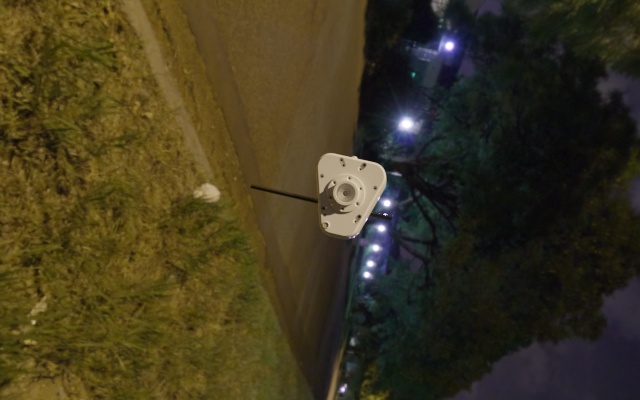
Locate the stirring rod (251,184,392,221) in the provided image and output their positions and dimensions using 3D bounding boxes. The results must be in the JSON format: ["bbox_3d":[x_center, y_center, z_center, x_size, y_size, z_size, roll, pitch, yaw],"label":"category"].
[{"bbox_3d":[0.000,0.003,0.795,0.239,0.011,0.011,13,1,5],"label":"stirring rod"}]
